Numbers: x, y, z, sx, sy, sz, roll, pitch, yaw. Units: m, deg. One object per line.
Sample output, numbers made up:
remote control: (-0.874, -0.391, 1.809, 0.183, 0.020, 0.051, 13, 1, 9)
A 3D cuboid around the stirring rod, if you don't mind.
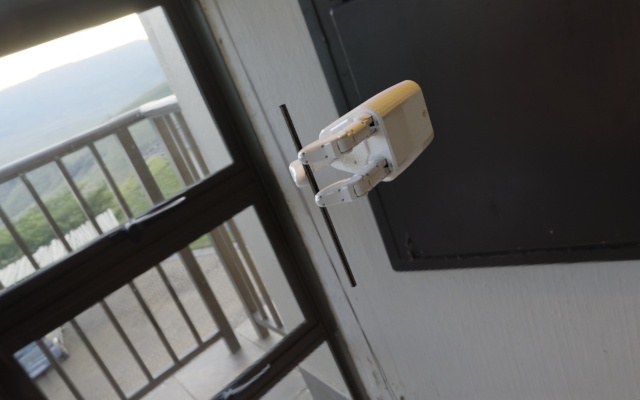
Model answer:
stirring rod: (0.000, 0.002, 0.558, 0.011, 0.240, 0.011, -19, 20, 7)
